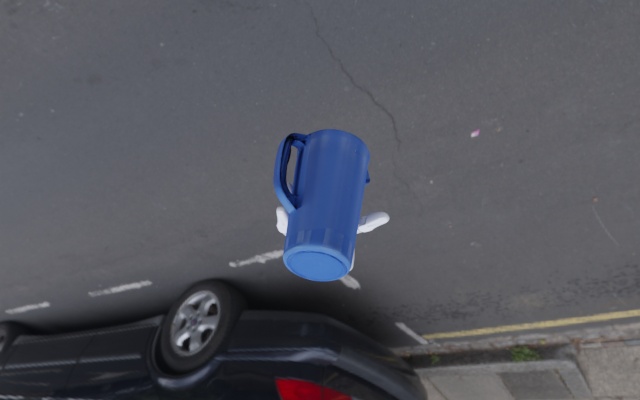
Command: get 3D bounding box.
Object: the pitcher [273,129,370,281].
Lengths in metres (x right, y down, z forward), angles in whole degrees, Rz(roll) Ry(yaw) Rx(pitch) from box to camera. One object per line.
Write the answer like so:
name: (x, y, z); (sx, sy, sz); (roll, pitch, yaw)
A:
pitcher: (0.000, 0.003, 0.802); (0.149, 0.242, 0.145); (1, -38, 11)
